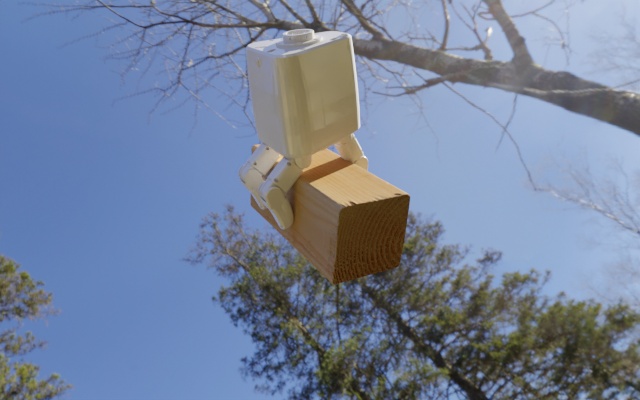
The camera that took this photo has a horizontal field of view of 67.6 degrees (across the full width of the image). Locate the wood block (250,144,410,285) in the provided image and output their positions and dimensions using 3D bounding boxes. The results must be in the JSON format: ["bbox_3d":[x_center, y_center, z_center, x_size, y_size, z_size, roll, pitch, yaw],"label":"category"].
[{"bbox_3d":[0.000,0.001,0.565,0.091,0.090,0.206,-10,28,-29],"label":"wood block"}]
